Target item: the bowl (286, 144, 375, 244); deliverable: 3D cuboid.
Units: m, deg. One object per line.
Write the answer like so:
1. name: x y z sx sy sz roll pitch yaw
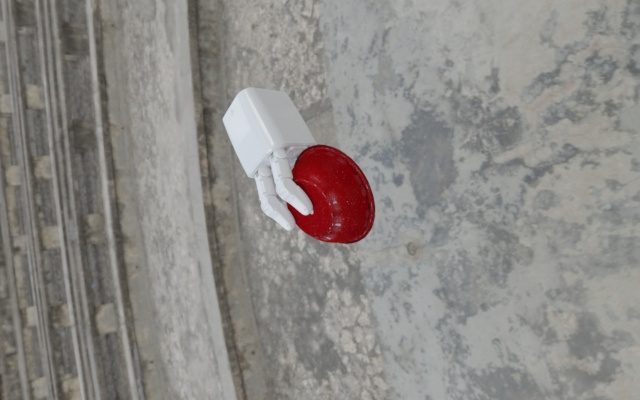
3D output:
1. bowl: 0.001 0.003 0.703 0.162 0.162 0.055 0 23 45
